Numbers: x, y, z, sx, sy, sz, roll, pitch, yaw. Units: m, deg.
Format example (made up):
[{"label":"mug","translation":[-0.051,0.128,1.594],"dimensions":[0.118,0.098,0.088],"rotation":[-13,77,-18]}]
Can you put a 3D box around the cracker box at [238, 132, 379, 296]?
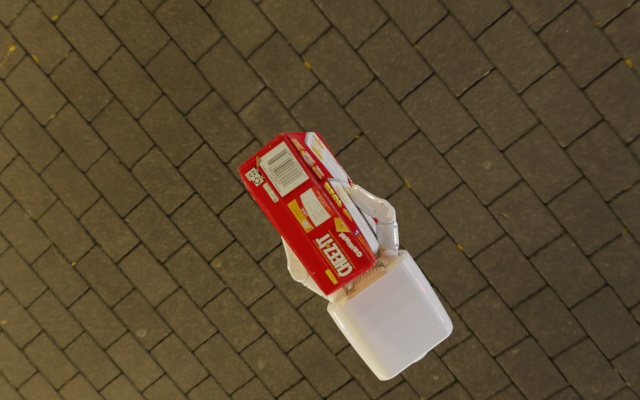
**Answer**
[{"label":"cracker box","translation":[0.000,0.002,0.581],"dimensions":[0.072,0.164,0.213],"rotation":[-35,2,12]}]
